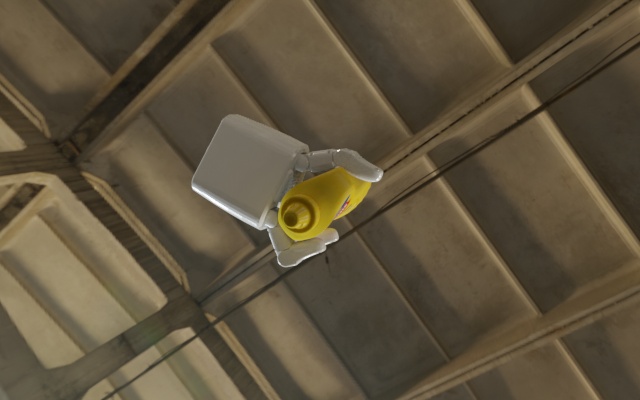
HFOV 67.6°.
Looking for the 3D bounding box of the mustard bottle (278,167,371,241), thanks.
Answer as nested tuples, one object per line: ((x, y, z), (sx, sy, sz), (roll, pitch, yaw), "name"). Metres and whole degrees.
((0.000, 0.002, 0.563), (0.096, 0.058, 0.191), (-41, -5, 21), "mustard bottle")
